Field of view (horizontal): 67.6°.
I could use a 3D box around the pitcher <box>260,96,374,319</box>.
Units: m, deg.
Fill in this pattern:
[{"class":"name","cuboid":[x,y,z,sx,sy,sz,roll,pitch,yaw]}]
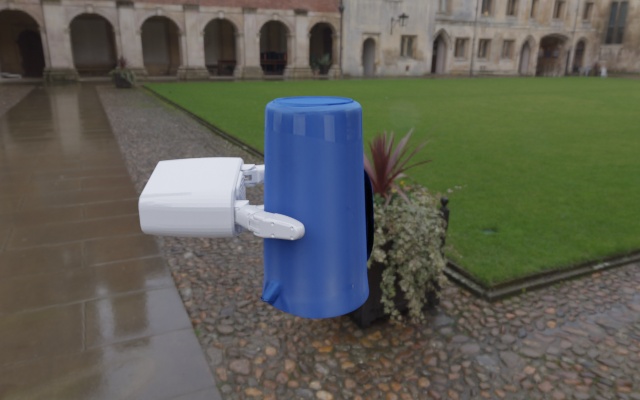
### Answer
[{"class":"pitcher","cuboid":[0.000,0.002,0.572,0.145,0.243,0.149,0,17,0]}]
